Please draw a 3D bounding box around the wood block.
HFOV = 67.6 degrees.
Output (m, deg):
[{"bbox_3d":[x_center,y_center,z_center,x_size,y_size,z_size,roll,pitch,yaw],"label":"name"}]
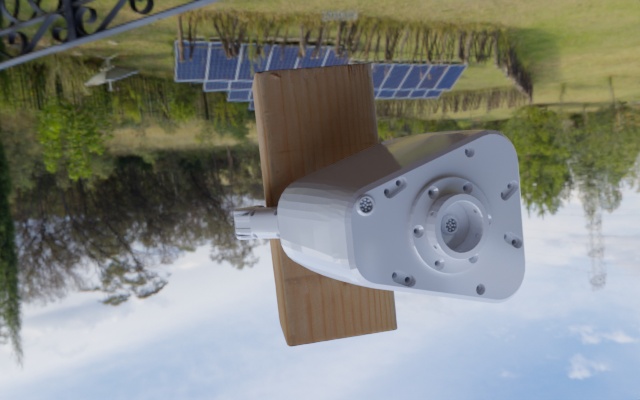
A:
[{"bbox_3d":[0.000,0.001,0.400,0.091,0.206,0.090,-6,4,-9],"label":"wood block"}]
